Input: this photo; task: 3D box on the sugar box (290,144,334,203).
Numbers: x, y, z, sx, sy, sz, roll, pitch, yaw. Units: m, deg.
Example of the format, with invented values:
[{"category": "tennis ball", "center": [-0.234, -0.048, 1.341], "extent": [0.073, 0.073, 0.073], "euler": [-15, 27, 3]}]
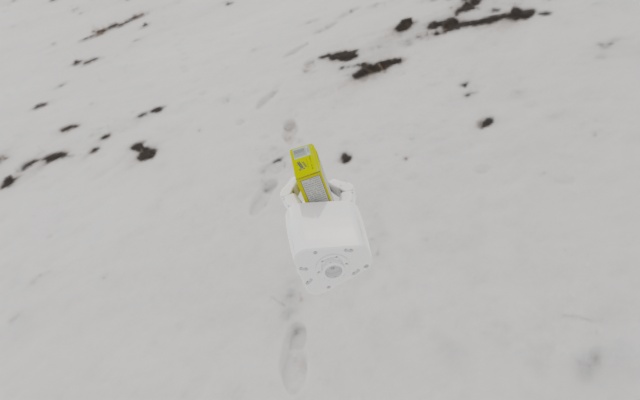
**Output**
[{"category": "sugar box", "center": [0.000, 0.003, 0.790], "extent": [0.048, 0.176, 0.093], "euler": [-17, 36, 2]}]
